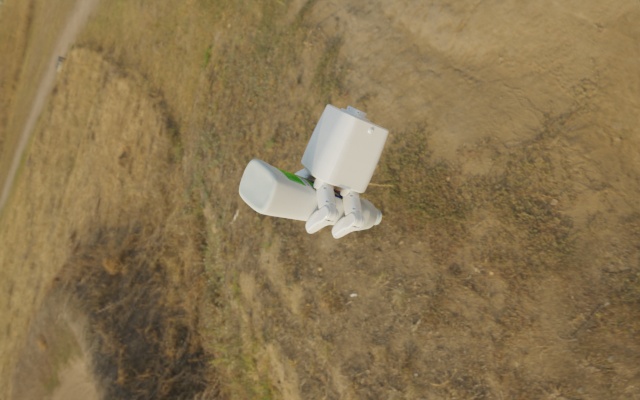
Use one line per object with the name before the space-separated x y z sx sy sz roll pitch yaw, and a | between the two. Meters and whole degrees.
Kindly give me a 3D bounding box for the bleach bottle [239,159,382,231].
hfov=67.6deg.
bleach bottle | 0.000 0.003 0.778 0.251 0.068 0.102 14 15 -39
